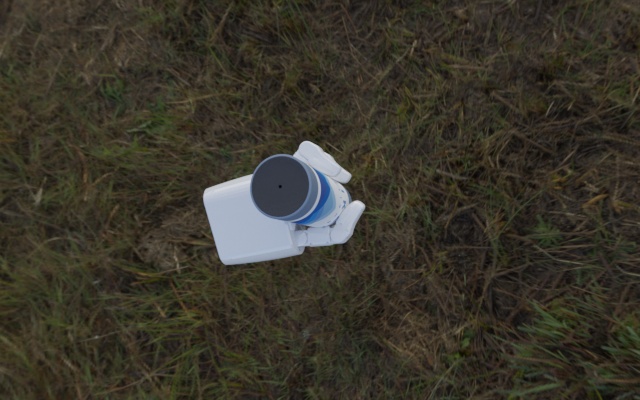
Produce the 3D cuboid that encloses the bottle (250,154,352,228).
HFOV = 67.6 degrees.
[{"bbox_3d":[0.000,0.002,0.619,0.069,0.069,0.296,0,-6,16],"label":"bottle"}]
